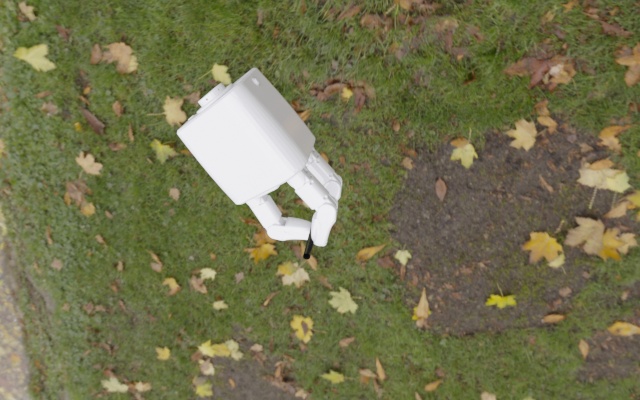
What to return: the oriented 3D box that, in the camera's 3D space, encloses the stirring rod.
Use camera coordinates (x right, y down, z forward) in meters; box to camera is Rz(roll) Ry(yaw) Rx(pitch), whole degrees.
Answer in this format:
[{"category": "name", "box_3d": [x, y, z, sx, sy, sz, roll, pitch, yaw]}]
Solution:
[{"category": "stirring rod", "box_3d": [0.000, 0.002, 0.616, 0.011, 0.011, 0.239, 0, 29, 8]}]
